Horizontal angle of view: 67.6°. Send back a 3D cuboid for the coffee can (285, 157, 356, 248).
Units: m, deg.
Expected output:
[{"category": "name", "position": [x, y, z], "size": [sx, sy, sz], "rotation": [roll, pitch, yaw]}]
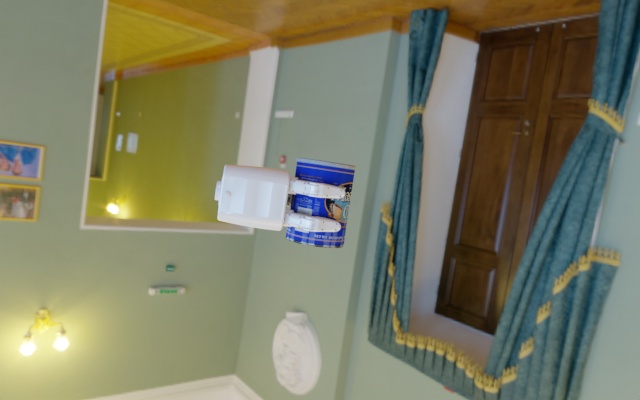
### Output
[{"category": "coffee can", "position": [0.000, 0.003, 0.822], "size": [0.103, 0.140, 0.103], "rotation": [8, 4, -1]}]
